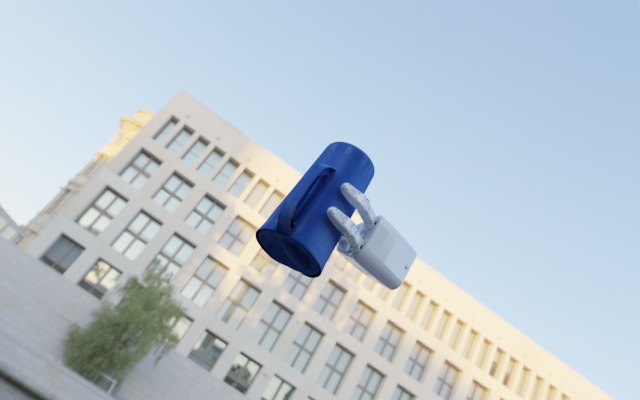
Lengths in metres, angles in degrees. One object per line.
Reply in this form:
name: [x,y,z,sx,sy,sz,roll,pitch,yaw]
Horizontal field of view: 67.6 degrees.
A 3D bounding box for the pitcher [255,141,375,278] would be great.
pitcher: [0.000,0.003,0.859,0.145,0.242,0.149,44,-29,-18]
